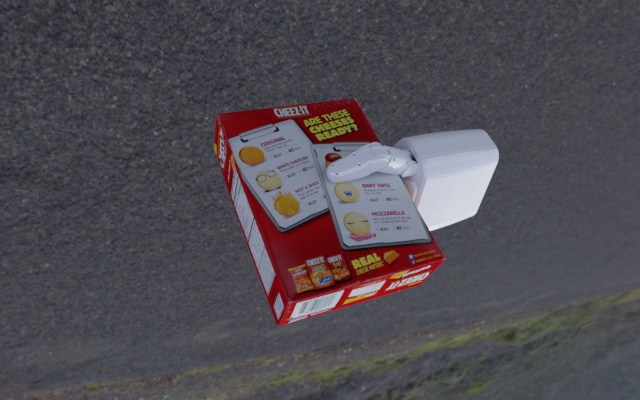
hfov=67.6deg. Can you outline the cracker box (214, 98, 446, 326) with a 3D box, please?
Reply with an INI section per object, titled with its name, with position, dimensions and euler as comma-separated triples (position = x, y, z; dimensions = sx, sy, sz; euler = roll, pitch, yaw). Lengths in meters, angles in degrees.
[cracker box]
position = 0.000, 0.002, 0.487
dimensions = 0.164, 0.213, 0.072
euler = -11, -30, -24
